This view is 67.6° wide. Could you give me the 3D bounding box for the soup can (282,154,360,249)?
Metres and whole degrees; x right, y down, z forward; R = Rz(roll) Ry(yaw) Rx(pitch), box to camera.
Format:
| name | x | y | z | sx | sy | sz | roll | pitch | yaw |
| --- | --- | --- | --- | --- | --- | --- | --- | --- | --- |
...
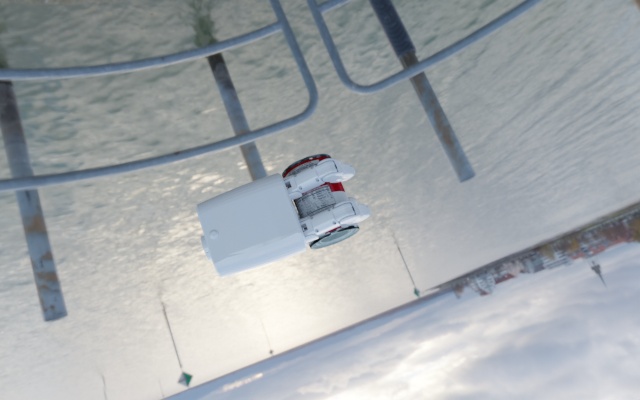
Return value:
| name | x | y | z | sx | sy | sz | roll | pitch | yaw |
| --- | --- | --- | --- | --- | --- | --- | --- | --- | --- |
| soup can | 0.001 | 0.002 | 0.599 | 0.068 | 0.102 | 0.068 | -20 | -15 | -6 |
